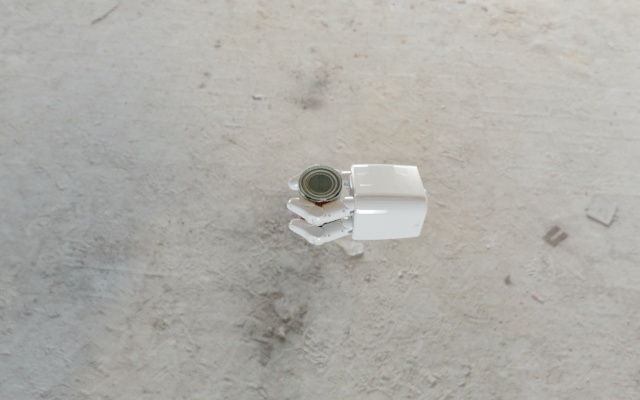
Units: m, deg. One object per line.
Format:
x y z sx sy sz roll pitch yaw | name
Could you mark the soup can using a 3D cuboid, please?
0.000 0.002 0.747 0.068 0.068 0.102 0 -36 0 | soup can
